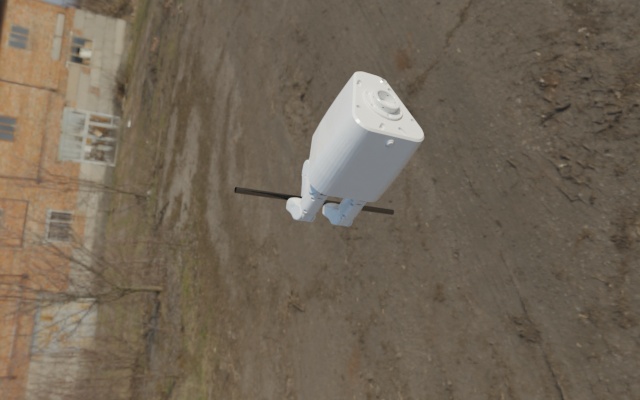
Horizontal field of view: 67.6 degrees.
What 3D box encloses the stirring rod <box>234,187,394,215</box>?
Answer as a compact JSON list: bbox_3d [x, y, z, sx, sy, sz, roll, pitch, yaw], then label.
[{"bbox_3d":[0.000,0.002,0.649,0.239,0.011,0.011,8,-4,-27],"label":"stirring rod"}]
